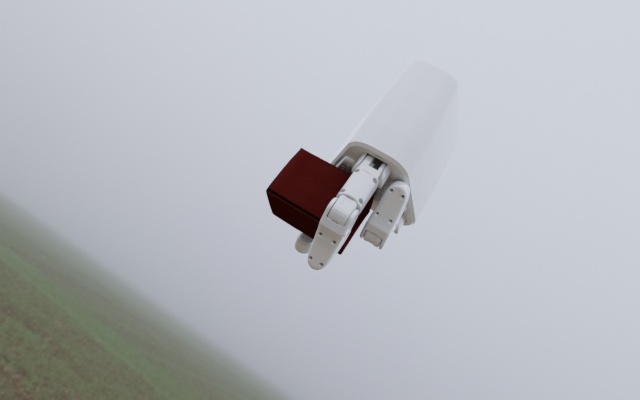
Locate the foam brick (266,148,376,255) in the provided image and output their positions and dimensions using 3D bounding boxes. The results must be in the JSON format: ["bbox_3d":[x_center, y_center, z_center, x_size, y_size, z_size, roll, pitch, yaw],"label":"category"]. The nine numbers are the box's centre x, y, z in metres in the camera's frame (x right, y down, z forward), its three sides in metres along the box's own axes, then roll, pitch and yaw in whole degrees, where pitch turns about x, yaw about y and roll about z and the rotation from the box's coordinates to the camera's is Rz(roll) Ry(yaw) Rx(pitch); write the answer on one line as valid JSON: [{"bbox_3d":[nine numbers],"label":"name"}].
[{"bbox_3d":[0.000,0.001,0.420,0.078,0.051,0.053,30,-20,11],"label":"foam brick"}]
